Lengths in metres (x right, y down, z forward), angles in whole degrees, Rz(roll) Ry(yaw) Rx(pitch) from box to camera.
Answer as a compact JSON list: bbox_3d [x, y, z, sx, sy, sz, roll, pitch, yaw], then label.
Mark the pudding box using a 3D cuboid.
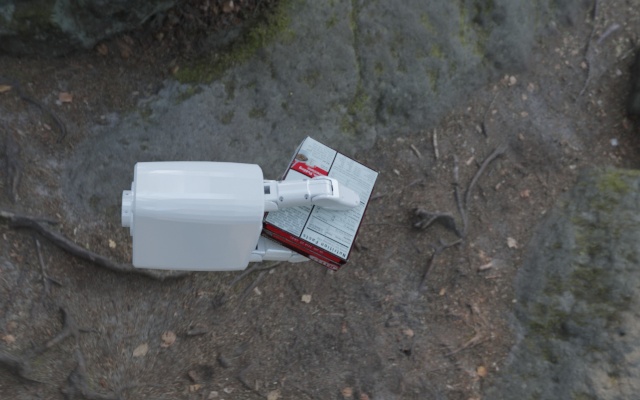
[{"bbox_3d":[0.000,0.001,0.478,0.090,0.113,0.039,27,-28,-7],"label":"pudding box"}]
